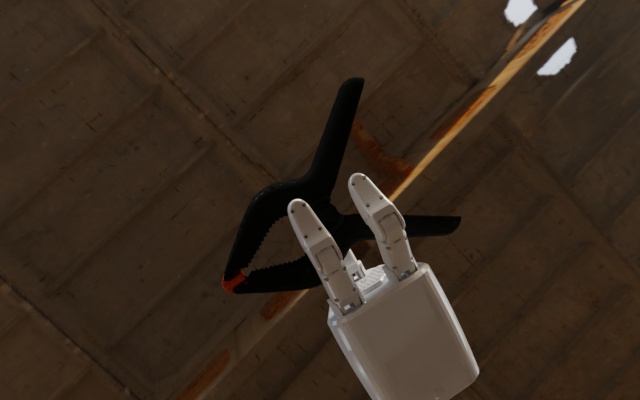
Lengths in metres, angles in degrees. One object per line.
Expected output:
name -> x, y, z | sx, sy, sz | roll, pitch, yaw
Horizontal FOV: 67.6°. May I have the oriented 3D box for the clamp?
clamp -> 0.000, 0.002, 0.412 | 0.210, 0.164, 0.036 | -29, 1, -11
